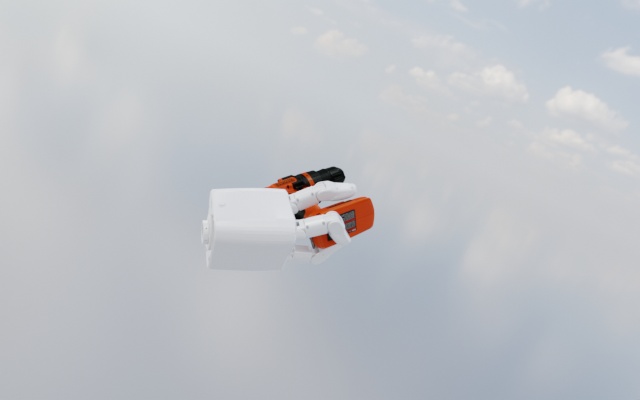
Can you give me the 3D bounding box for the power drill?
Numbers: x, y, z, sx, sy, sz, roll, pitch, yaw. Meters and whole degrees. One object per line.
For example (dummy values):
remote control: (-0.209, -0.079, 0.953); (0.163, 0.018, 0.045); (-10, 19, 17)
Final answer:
power drill: (0.000, 0.003, 0.758); (0.184, 0.057, 0.187); (-22, 27, -26)
